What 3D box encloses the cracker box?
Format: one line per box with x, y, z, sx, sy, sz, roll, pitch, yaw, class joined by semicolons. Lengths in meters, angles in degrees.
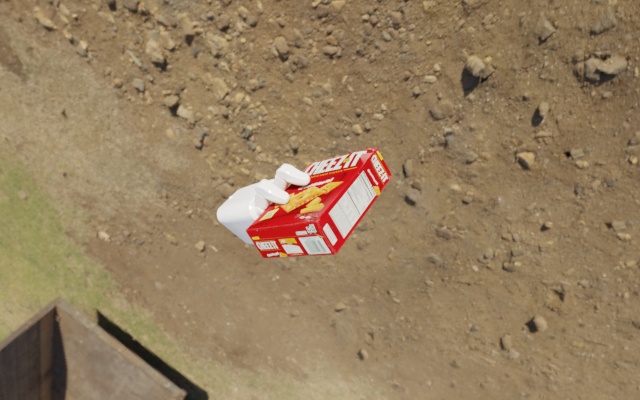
0.000;0.003;0.808;0.164;0.072;0.213;-9;30;42;cracker box
